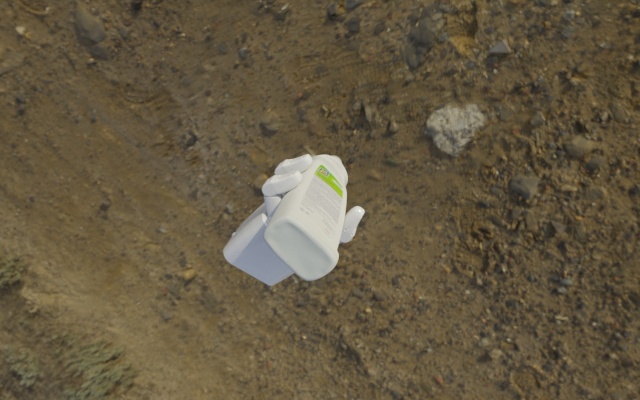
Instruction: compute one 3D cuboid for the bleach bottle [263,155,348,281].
[{"bbox_3d":[0.000,0.002,0.706,0.068,0.102,0.250,-38,13,29],"label":"bleach bottle"}]
